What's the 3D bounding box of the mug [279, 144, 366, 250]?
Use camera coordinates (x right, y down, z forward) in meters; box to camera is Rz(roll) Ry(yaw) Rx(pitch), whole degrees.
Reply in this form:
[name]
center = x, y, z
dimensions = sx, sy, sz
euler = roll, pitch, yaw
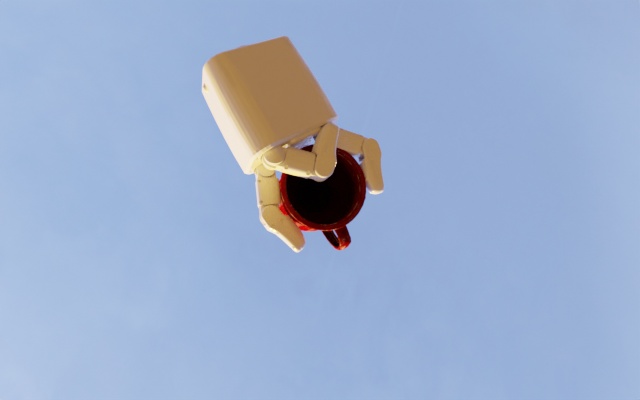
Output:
[mug]
center = 0.001, 0.003, 0.536
dimensions = 0.093, 0.117, 0.081
euler = -29, -1, -17
